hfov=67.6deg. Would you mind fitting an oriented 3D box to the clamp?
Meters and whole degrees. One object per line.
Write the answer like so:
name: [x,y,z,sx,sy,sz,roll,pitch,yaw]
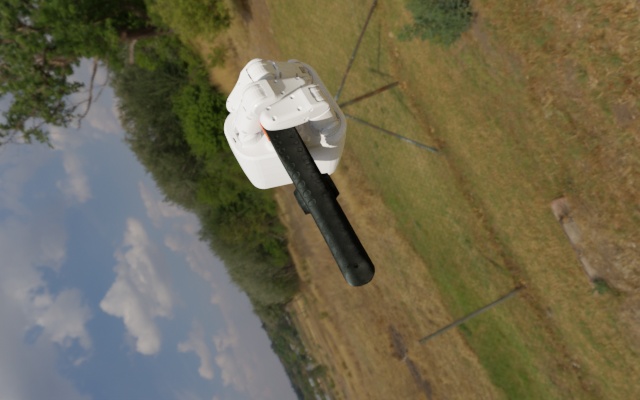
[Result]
clamp: [-0.001,0.002,0.430,0.039,0.171,0.120,-25,-14,-5]
